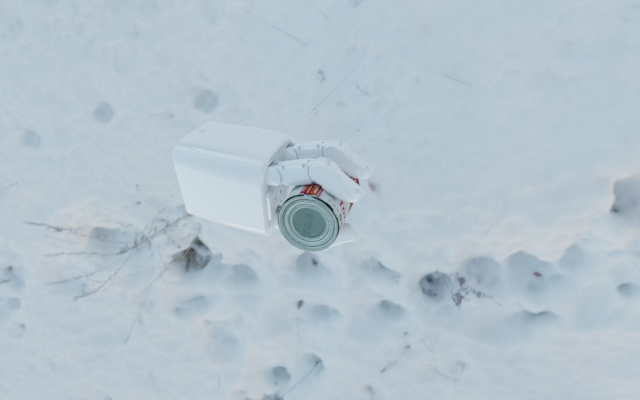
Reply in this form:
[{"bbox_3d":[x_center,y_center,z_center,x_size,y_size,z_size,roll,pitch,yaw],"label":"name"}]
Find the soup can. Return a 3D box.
[{"bbox_3d":[0.000,0.002,0.527,0.068,0.068,0.102,0,27,17],"label":"soup can"}]
